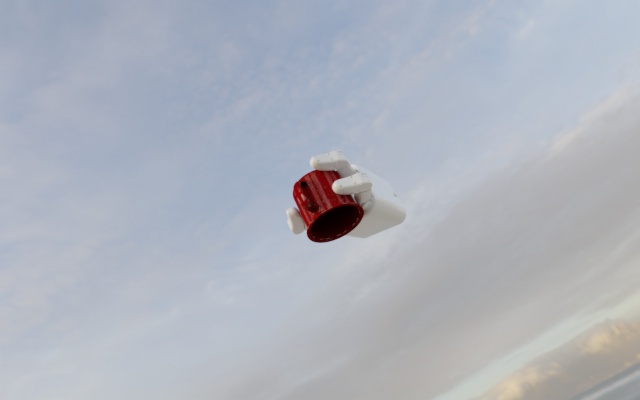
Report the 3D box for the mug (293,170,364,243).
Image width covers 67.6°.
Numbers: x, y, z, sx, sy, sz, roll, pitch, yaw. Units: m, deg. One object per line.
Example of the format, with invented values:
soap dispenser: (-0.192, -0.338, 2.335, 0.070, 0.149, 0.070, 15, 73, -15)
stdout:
mug: (-0.001, 0.002, 0.721, 0.093, 0.081, 0.117, -42, -36, 22)
